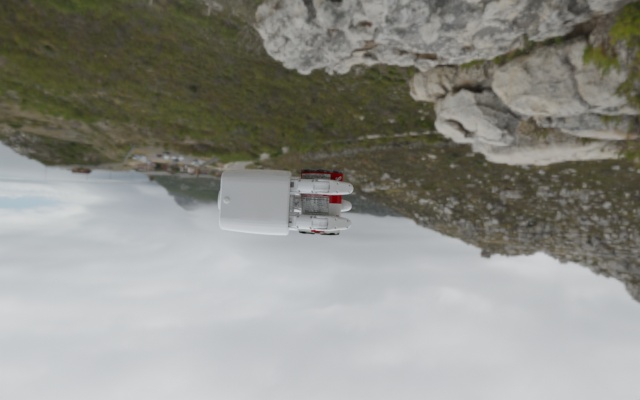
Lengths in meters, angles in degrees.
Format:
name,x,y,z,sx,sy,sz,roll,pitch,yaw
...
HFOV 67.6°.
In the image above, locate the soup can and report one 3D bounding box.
name,x,y,z,sx,sy,sz,roll,pitch,yaw
soup can,0.001,0.003,0.764,0.068,0.102,0.068,3,0,0
